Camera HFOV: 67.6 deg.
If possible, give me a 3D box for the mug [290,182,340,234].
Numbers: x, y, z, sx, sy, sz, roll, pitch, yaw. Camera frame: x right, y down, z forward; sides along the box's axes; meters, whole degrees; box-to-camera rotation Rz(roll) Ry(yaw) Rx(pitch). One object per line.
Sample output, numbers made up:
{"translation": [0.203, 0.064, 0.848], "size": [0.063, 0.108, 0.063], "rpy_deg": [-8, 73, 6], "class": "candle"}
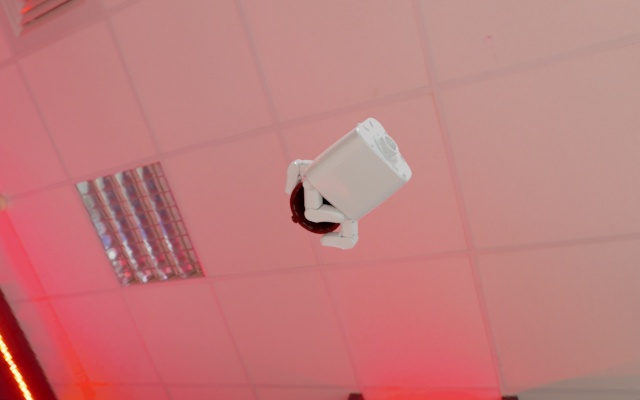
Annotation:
{"translation": [-0.001, 0.003, 0.792], "size": [0.117, 0.093, 0.081], "rpy_deg": [-36, 4, 32], "class": "mug"}
